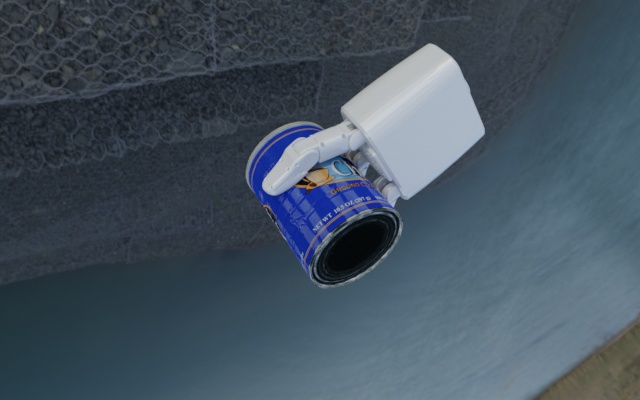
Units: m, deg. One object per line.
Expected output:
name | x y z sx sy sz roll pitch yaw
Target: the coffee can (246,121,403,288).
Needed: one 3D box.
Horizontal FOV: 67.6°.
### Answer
coffee can | 0.000 0.002 0.480 0.103 0.103 0.140 0 40 -41
